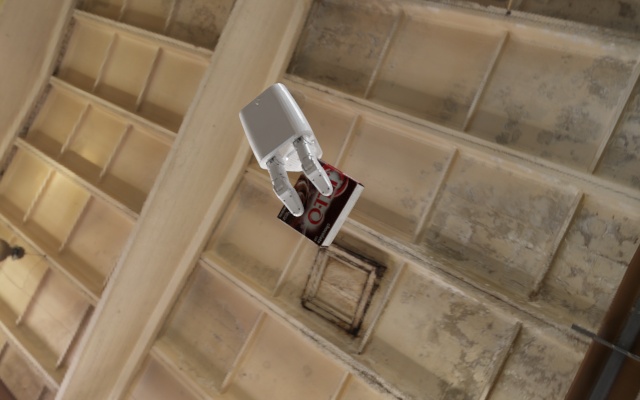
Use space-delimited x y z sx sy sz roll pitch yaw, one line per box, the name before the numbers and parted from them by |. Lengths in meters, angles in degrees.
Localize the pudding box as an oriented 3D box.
pudding box | 0.000 0.002 0.724 0.090 0.113 0.039 32 7 27
